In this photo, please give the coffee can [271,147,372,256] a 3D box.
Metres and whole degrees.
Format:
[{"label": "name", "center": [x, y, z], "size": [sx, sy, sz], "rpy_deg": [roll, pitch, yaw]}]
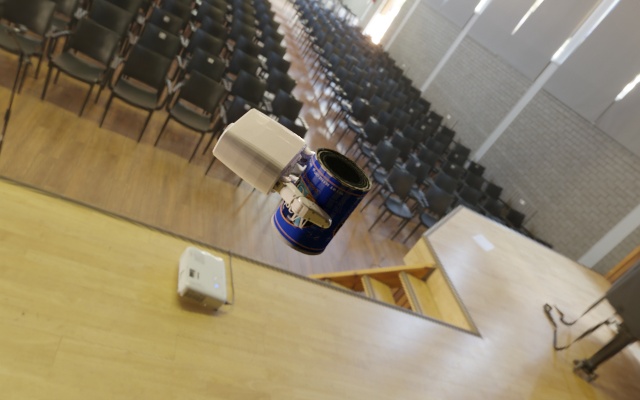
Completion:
[{"label": "coffee can", "center": [0.000, 0.003, 0.755], "size": [0.103, 0.140, 0.102], "rpy_deg": [28, 26, -15]}]
